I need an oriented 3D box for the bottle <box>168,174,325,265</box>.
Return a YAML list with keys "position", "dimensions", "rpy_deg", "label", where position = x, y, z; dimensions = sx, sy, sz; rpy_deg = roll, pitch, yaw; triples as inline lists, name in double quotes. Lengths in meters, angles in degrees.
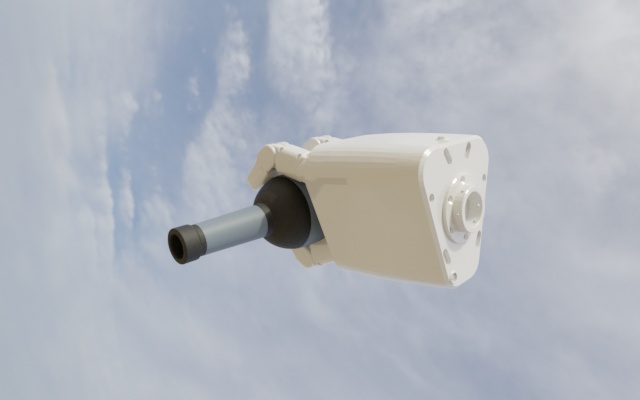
- position: [0.000, 0.001, 0.443]
  dimensions: [0.295, 0.069, 0.069]
  rpy_deg: [-17, 12, -42]
  label: "bottle"
